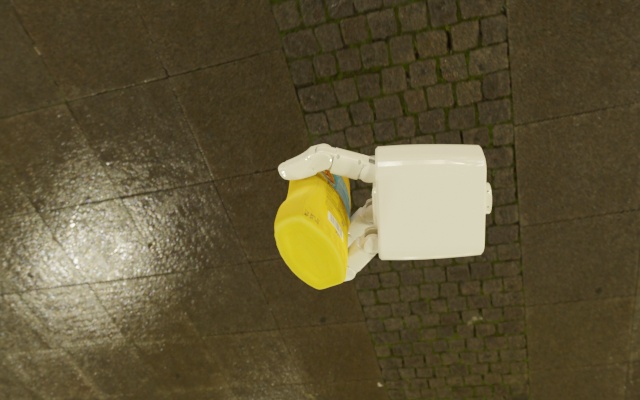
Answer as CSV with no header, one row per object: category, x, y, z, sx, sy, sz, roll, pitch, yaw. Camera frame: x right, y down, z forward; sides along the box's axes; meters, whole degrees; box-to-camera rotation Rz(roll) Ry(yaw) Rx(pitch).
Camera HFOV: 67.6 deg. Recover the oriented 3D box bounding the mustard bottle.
mustard bottle,0.000,0.002,0.540,0.058,0.096,0.191,-23,28,21
